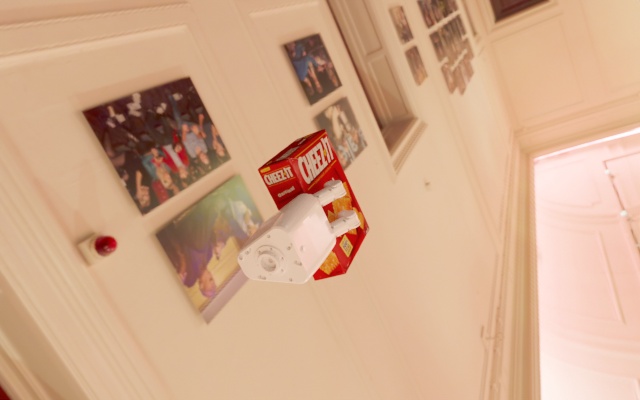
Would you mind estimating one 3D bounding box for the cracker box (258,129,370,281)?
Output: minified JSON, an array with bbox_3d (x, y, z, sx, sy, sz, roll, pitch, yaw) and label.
[{"bbox_3d":[0.000,0.003,0.826,0.072,0.214,0.164,-17,17,28],"label":"cracker box"}]
